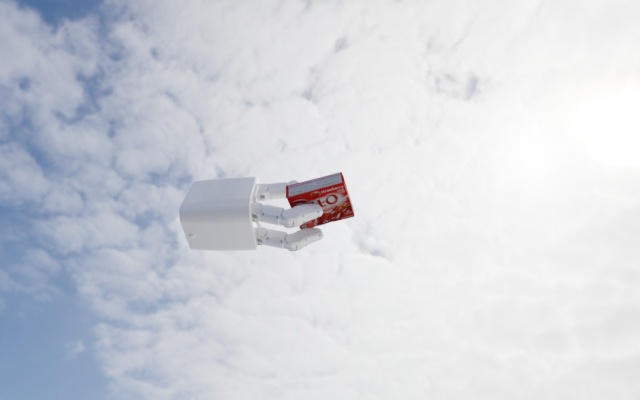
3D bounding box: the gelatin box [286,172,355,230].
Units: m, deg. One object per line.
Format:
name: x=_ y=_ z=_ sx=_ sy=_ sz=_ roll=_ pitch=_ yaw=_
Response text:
gelatin box: x=0.000 y=0.002 z=0.716 sx=0.089 sy=0.073 sz=0.030 roll=-15 pitch=42 yaw=7
